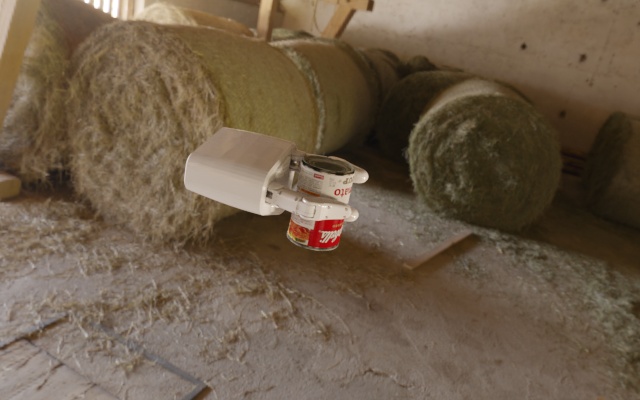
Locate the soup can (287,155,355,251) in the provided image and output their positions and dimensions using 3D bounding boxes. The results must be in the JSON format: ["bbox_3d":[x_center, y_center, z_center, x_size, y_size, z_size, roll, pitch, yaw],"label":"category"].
[{"bbox_3d":[0.001,0.002,0.594,0.068,0.102,0.068,11,19,-4],"label":"soup can"}]
